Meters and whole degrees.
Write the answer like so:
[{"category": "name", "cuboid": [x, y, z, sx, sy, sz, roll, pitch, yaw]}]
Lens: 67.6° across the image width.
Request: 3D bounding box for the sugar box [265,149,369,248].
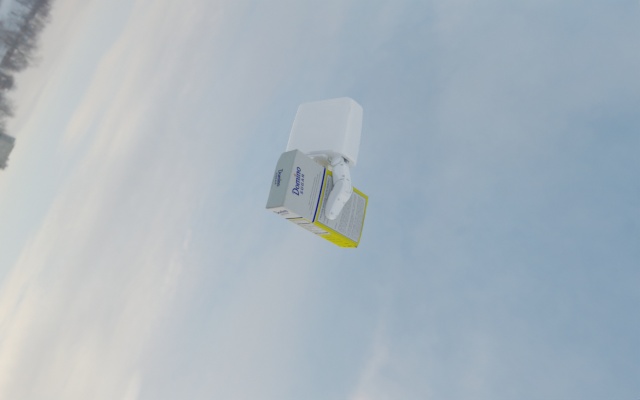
[{"category": "sugar box", "cuboid": [0.000, 0.002, 0.739, 0.048, 0.093, 0.176, -9, -30, 45]}]
